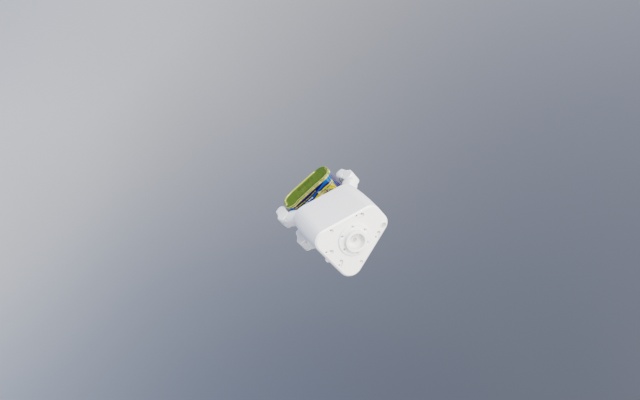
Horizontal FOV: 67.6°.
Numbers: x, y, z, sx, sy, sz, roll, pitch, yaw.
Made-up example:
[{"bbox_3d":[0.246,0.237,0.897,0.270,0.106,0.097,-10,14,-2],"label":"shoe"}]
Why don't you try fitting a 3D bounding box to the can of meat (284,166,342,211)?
[{"bbox_3d":[0.000,0.002,0.824,0.084,0.102,0.057,47,2,-25],"label":"can of meat"}]
